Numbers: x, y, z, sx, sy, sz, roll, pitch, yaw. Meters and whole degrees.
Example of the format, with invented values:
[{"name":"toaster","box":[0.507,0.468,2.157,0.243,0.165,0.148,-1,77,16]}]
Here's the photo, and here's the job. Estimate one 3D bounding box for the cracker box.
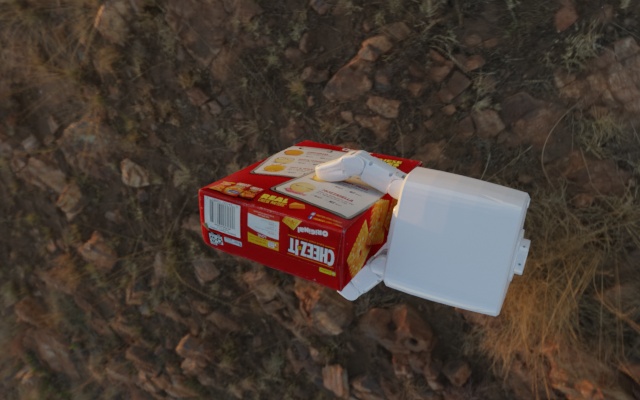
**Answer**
[{"name":"cracker box","box":[0.000,0.002,0.529,0.164,0.072,0.213,14,26,25]}]
